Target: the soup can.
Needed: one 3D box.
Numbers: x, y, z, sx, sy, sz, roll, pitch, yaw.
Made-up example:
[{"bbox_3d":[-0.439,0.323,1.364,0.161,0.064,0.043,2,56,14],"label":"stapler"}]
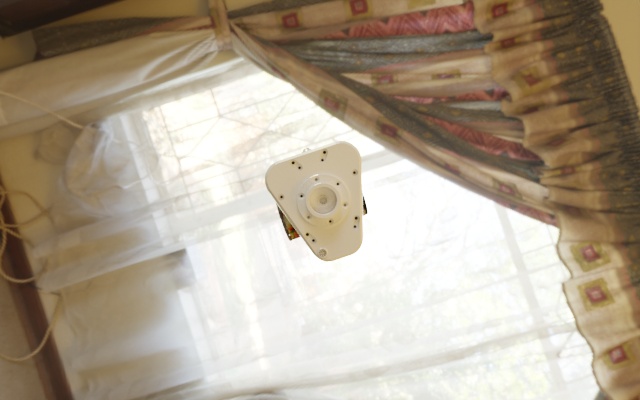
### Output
[{"bbox_3d":[0.000,0.002,0.590,0.102,0.068,0.068,-19,0,0],"label":"soup can"}]
